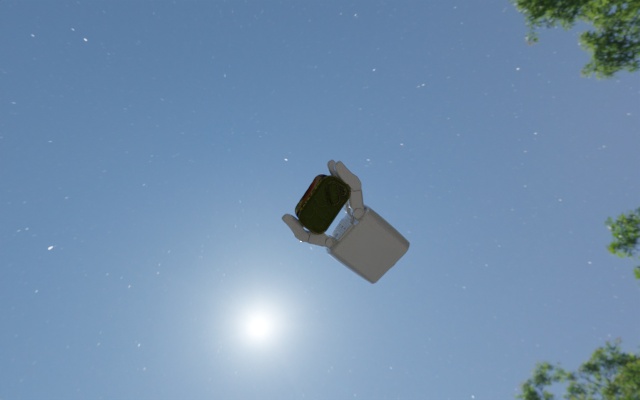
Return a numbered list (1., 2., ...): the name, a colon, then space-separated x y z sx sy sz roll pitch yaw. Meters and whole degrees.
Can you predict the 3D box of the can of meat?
1. can of meat: 0.000 0.003 0.846 0.057 0.102 0.084 34 0 -12
